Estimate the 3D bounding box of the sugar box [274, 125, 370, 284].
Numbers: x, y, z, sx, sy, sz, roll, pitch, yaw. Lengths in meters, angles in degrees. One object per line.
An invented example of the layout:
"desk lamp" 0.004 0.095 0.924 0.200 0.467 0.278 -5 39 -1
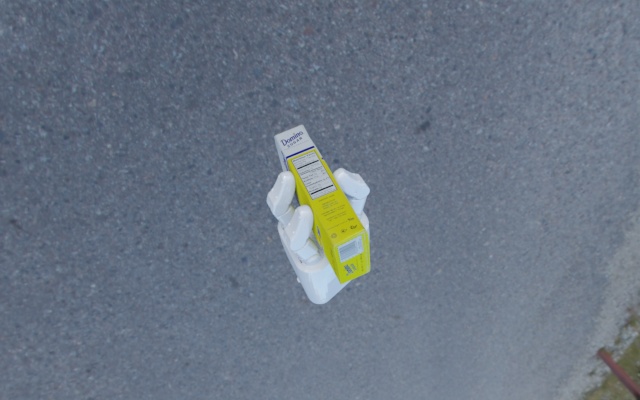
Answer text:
"sugar box" 0.000 0.002 0.568 0.048 0.176 0.093 -25 -35 -11
